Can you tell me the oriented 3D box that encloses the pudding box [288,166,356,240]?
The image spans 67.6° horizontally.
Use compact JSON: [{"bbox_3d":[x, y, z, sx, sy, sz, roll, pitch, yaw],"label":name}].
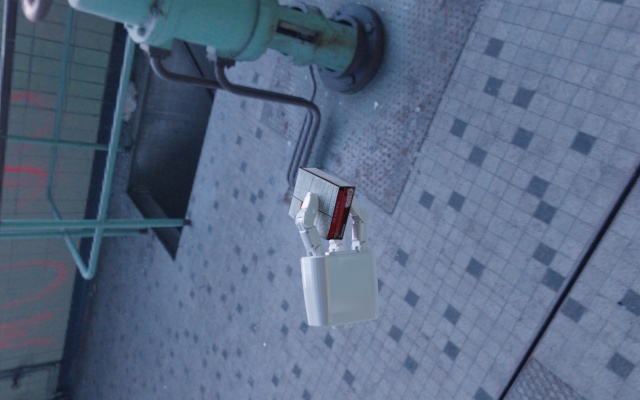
[{"bbox_3d":[0.000,0.003,0.766,0.039,0.090,0.113,1,19,-42],"label":"pudding box"}]
